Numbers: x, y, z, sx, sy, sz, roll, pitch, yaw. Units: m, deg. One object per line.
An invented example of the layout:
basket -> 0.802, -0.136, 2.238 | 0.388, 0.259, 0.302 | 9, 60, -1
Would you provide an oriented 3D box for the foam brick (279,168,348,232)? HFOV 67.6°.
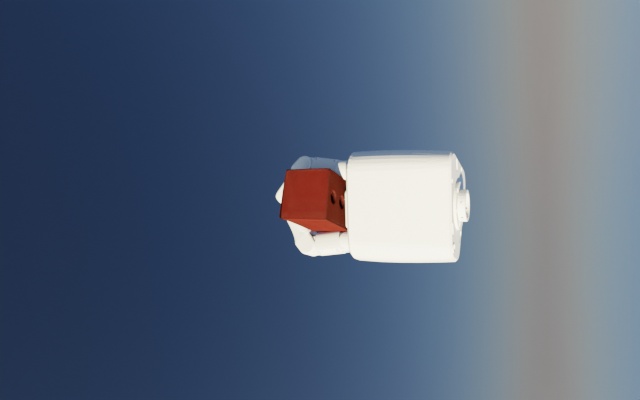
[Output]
foam brick -> 0.000, 0.002, 0.502 | 0.051, 0.053, 0.078 | 1, -13, 26
